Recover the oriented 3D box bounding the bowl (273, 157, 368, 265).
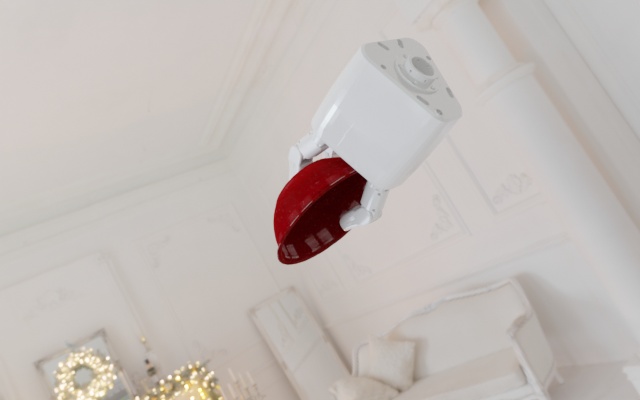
[{"bbox_3d":[-0.001,0.002,0.563,0.055,0.162,0.162,48,22,22],"label":"bowl"}]
